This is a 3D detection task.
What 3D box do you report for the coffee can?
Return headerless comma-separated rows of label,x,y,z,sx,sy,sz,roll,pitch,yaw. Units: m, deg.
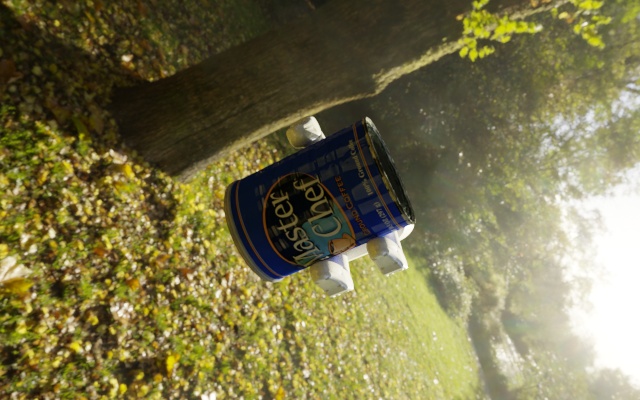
coffee can,0.000,0.001,0.431,0.140,0.103,0.103,-24,-7,15
